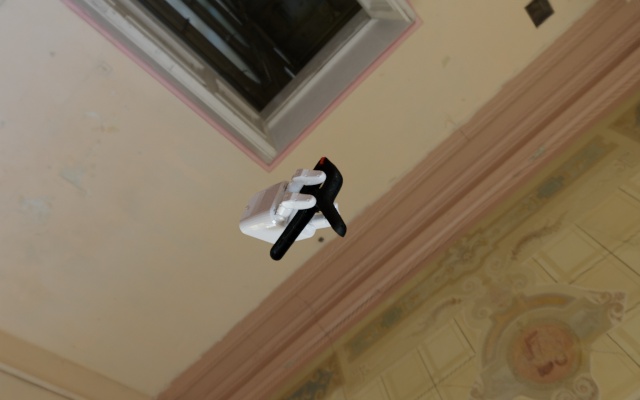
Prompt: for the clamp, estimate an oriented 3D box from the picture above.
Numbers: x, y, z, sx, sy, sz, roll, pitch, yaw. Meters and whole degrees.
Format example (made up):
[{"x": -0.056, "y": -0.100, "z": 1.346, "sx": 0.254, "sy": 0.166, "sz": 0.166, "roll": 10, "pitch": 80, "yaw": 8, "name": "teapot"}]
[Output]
[{"x": 0.001, "y": 0.003, "z": 0.829, "sx": 0.164, "sy": 0.209, "sz": 0.036, "roll": -17, "pitch": -48, "yaw": 42, "name": "clamp"}]
